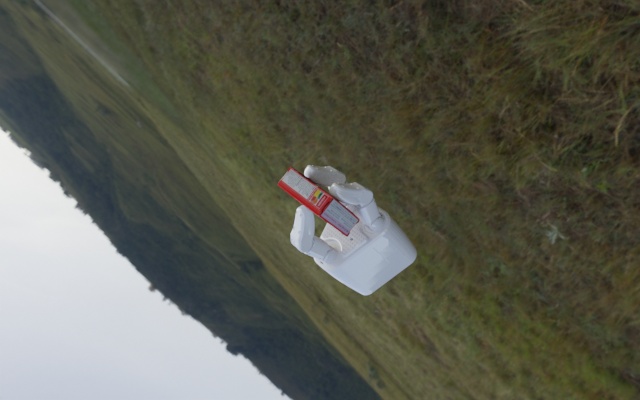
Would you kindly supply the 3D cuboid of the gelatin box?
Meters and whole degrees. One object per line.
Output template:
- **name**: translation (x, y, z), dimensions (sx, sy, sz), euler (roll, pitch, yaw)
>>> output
- **gelatin box**: translation (0.000, 0.002, 0.574), dimensions (0.073, 0.030, 0.089), euler (37, 0, 32)
